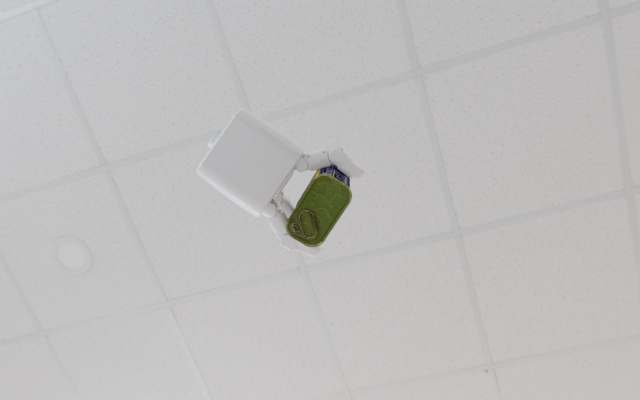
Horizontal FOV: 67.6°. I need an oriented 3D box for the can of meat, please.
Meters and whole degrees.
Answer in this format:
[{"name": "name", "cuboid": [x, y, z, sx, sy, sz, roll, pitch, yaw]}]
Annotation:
[{"name": "can of meat", "cuboid": [0.000, 0.002, 0.664, 0.057, 0.102, 0.084, 31, 18, -6]}]
